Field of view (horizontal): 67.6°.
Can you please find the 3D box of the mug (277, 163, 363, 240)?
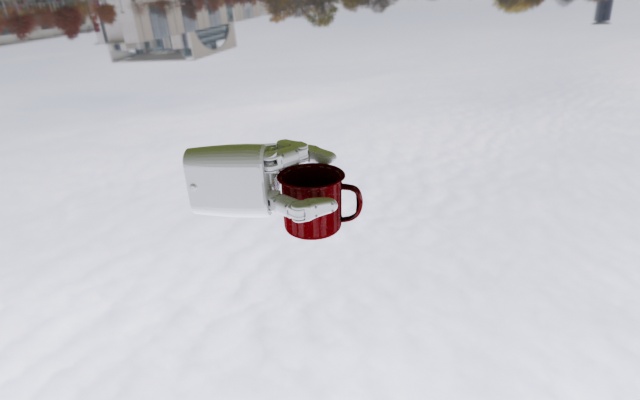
[{"bbox_3d":[0.002,0.002,0.660,0.117,0.081,0.093,2,25,8],"label":"mug"}]
